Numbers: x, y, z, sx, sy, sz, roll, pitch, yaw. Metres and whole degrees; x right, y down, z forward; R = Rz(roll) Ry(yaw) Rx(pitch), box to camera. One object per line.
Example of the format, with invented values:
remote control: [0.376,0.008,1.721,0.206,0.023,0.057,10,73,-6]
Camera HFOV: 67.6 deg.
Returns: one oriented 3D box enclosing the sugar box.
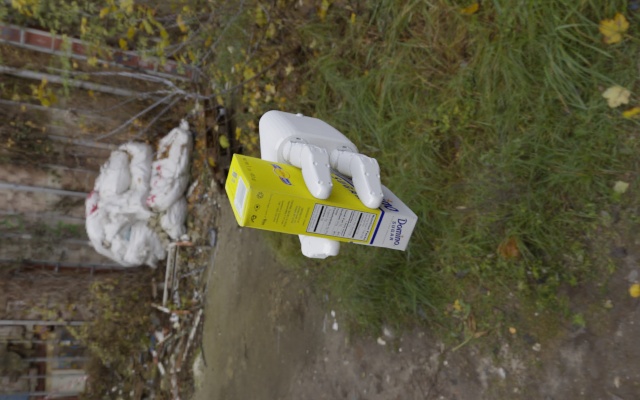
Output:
sugar box: [0.000,0.001,0.482,0.176,0.048,0.093,7,22,-23]
